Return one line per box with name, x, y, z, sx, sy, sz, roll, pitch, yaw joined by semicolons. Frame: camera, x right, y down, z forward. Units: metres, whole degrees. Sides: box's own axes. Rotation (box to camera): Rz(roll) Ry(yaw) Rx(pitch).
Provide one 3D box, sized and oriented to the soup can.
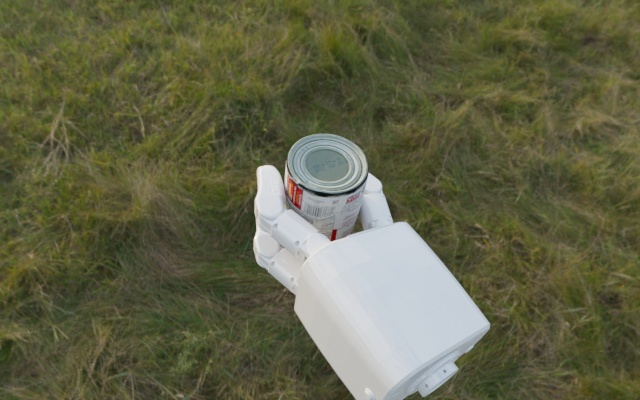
soup can;0.000;0.001;0.415;0.068;0.068;0.102;0;-38;-8
